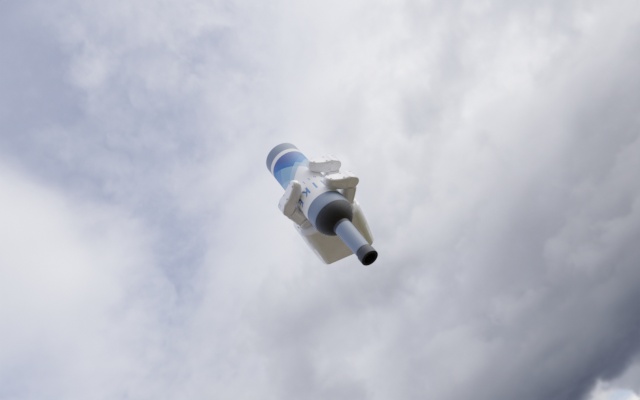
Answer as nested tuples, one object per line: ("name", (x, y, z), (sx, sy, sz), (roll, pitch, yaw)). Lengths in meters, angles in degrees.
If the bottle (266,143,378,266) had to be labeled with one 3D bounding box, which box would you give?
("bottle", (0.000, 0.002, 0.770), (0.069, 0.069, 0.295), (0, 32, -34))
